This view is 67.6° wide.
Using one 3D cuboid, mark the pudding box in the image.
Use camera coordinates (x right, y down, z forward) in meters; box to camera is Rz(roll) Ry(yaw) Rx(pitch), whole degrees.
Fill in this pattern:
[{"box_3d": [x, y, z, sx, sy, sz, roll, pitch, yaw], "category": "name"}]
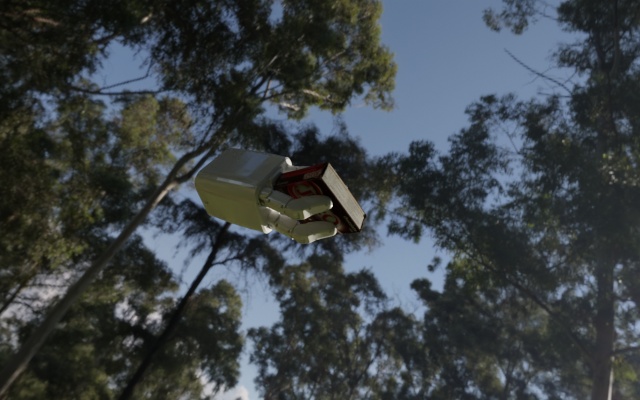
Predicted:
[{"box_3d": [0.000, 0.002, 0.687, 0.090, 0.039, 0.113, -10, -48, 39], "category": "pudding box"}]
